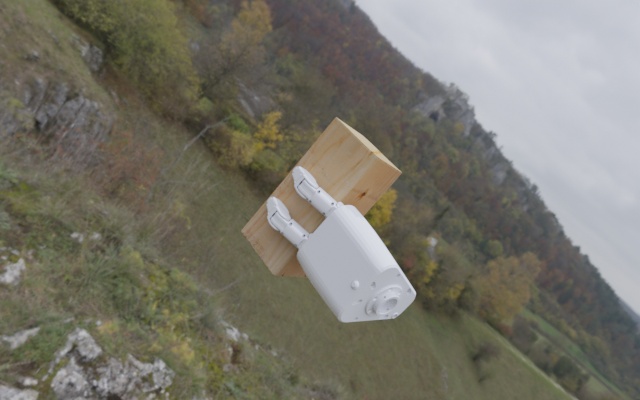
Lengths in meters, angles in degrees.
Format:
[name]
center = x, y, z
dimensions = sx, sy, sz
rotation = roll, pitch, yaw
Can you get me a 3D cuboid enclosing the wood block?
[wood block]
center = 0.001, 0.002, 0.661
dimensions = 0.090, 0.206, 0.091
rotation = 48, 15, 28
